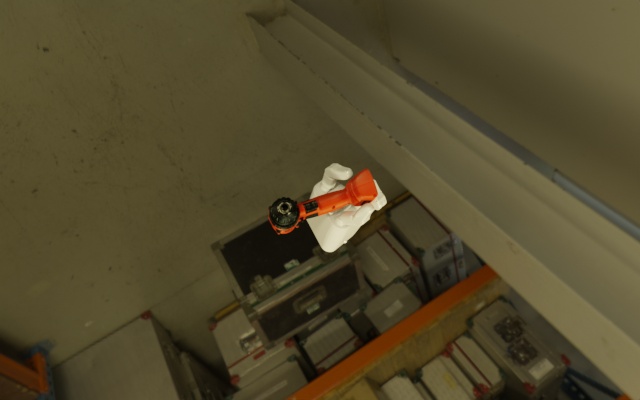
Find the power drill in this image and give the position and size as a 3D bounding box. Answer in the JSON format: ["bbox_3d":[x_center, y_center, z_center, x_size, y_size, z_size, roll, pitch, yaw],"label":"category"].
[{"bbox_3d":[0.001,0.003,0.824,0.187,0.057,0.184,-18,-6,-8],"label":"power drill"}]
